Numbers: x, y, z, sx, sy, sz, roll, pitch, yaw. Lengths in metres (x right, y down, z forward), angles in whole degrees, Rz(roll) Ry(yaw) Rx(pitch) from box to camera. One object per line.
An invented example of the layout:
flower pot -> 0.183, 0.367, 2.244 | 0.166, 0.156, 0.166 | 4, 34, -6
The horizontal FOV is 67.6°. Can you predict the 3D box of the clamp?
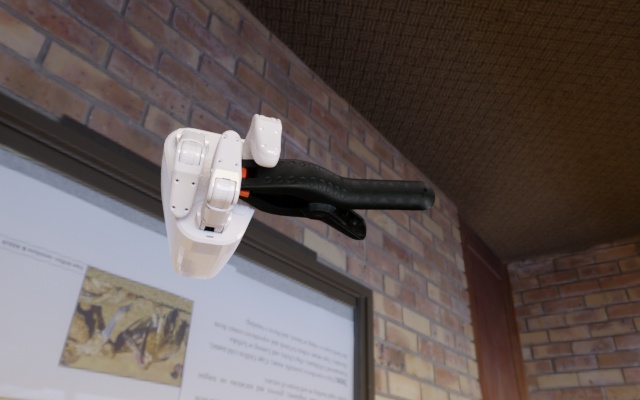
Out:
clamp -> 0.000, 0.002, 0.425 | 0.171, 0.039, 0.120 | 12, -30, -16
